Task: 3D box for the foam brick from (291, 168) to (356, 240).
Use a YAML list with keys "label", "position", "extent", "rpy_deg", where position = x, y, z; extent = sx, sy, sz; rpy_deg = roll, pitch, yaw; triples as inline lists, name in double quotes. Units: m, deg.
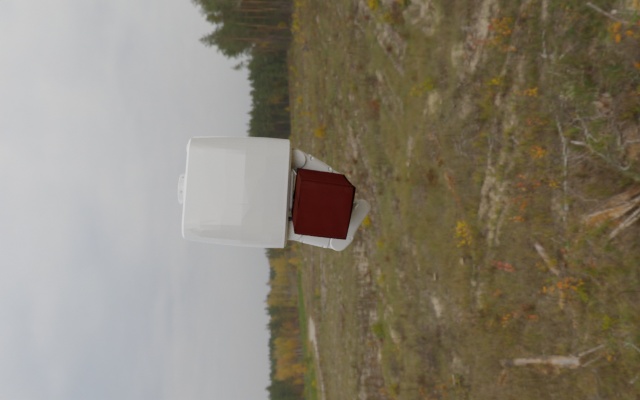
- label: "foam brick"
  position: [0.000, 0.002, 0.471]
  extent: [0.051, 0.053, 0.078]
  rpy_deg: [8, 11, -7]
